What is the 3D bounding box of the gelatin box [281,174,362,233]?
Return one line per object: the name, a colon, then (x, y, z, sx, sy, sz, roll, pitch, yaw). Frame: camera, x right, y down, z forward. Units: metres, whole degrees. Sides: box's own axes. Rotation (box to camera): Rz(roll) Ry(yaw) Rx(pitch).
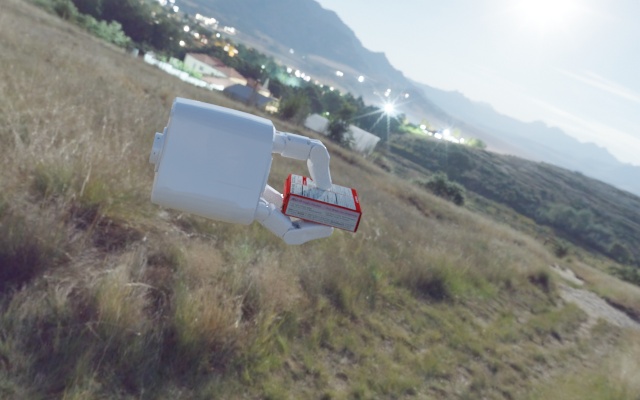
gelatin box: (0.001, 0.001, 0.560, 0.089, 0.030, 0.073, 14, 20, -7)
